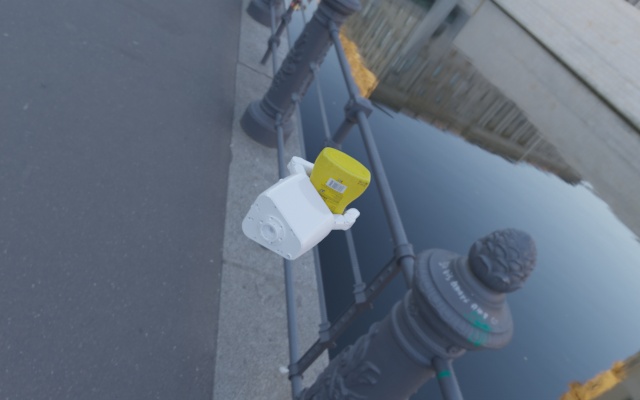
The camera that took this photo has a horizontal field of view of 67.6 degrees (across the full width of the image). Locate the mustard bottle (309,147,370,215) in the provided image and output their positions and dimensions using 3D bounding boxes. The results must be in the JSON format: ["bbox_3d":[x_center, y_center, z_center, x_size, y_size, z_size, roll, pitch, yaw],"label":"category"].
[{"bbox_3d":[0.000,0.002,0.851,0.096,0.192,0.058,28,33,-12],"label":"mustard bottle"}]
